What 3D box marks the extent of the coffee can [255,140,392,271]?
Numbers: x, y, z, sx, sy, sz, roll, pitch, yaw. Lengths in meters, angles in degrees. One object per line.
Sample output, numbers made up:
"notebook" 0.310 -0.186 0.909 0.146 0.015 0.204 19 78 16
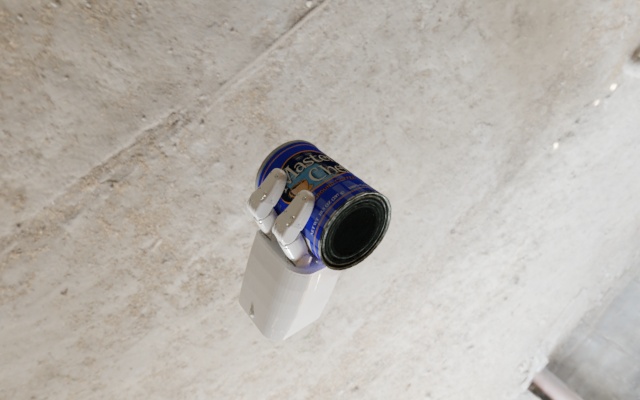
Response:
"coffee can" 0.000 0.002 0.572 0.103 0.103 0.140 0 29 -41
